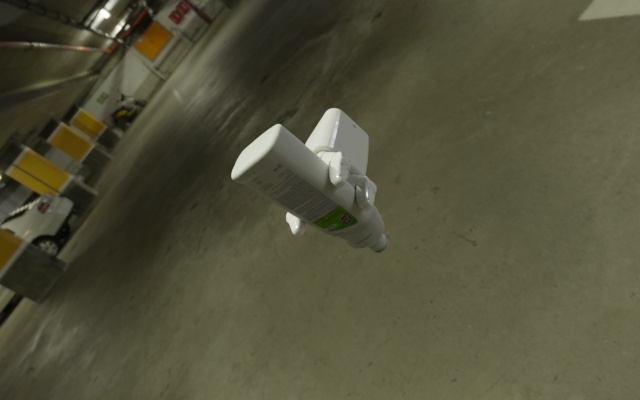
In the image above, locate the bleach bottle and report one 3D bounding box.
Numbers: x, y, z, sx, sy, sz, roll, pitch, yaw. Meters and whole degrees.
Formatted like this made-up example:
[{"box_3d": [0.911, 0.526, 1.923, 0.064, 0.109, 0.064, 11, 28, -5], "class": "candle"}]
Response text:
[{"box_3d": [0.000, 0.002, 0.695, 0.251, 0.068, 0.102, 39, -48, -25], "class": "bleach bottle"}]
